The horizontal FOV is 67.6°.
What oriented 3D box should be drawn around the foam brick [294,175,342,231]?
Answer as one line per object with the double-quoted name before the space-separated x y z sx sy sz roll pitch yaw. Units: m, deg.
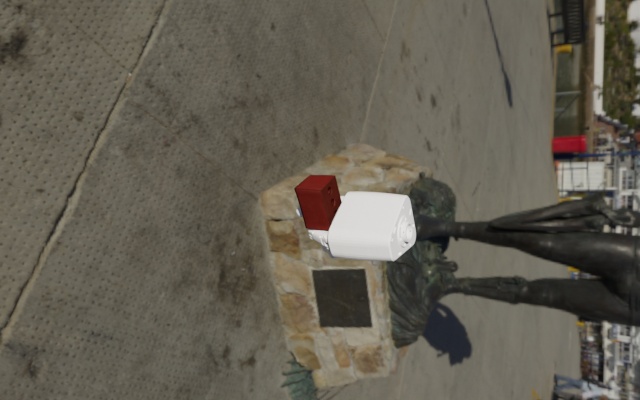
"foam brick" 0.000 0.002 0.783 0.051 0.078 0.053 3 32 33
